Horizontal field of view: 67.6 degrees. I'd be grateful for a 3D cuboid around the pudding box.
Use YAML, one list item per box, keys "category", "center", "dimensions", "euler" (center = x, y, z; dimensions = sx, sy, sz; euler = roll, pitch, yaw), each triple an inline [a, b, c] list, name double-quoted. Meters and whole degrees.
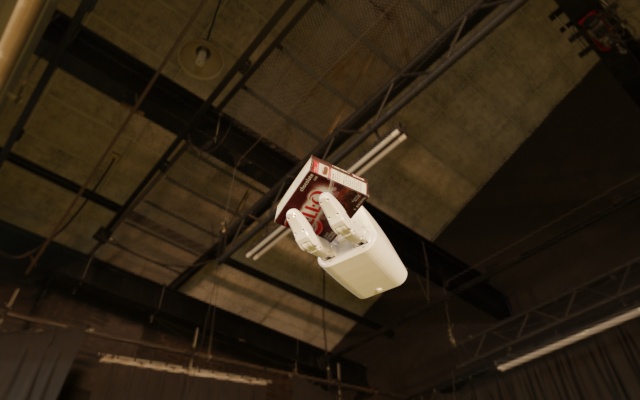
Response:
- category: "pudding box"
  center: [0.000, 0.002, 0.656]
  dimensions: [0.090, 0.039, 0.113]
  euler: [22, -52, -17]
